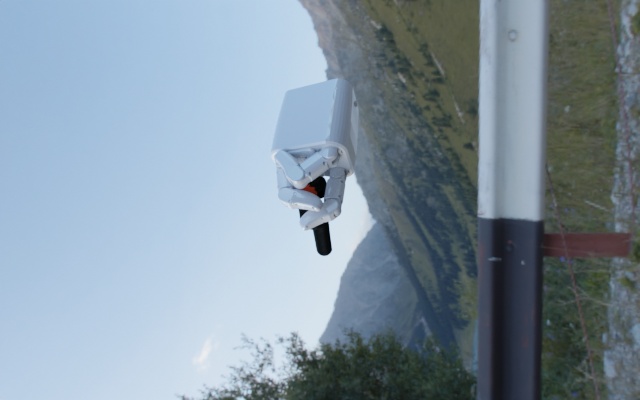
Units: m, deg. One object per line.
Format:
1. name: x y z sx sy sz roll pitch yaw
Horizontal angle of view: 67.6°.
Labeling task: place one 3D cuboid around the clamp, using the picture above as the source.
1. clamp: -0.001 0.002 0.720 0.039 0.120 0.171 0 -26 10
